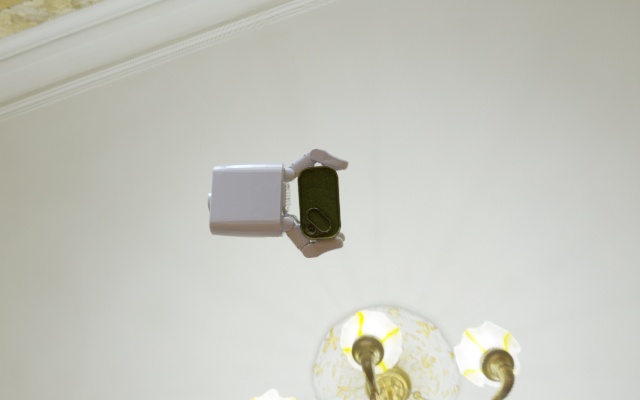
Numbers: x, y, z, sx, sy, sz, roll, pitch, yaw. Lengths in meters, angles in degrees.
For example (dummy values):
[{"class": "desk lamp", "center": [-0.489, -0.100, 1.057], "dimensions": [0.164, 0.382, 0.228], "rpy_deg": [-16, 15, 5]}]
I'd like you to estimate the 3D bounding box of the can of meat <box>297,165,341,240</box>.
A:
[{"class": "can of meat", "center": [0.000, 0.002, 0.696], "dimensions": [0.057, 0.102, 0.084], "rpy_deg": [-4, 1, 3]}]
